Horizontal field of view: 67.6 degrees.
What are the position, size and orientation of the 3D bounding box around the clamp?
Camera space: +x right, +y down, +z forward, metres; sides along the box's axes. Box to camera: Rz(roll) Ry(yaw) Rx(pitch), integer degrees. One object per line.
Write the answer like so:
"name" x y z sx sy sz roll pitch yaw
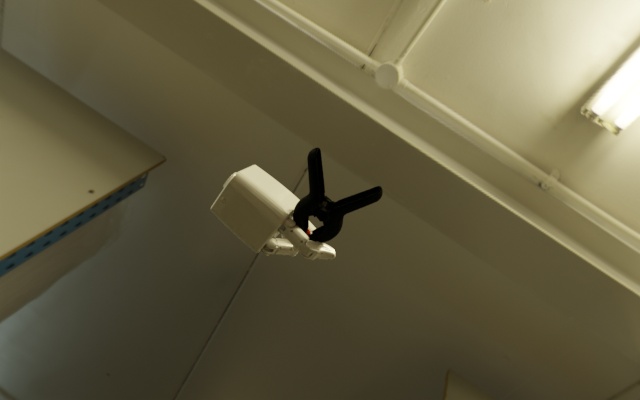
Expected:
"clamp" 0.000 0.002 0.724 0.171 0.120 0.039 -48 -1 34
